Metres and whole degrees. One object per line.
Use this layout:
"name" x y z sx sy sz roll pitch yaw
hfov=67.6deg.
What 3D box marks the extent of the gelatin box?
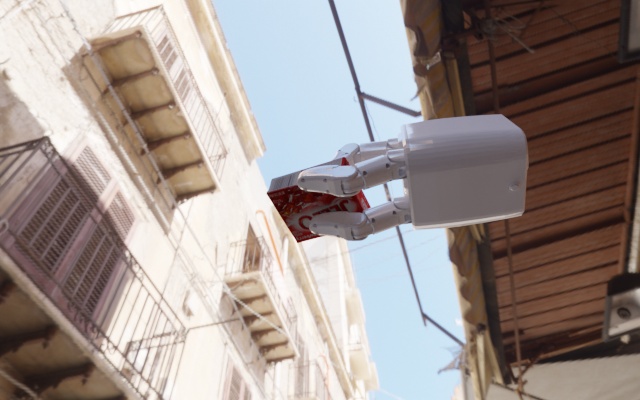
"gelatin box" 0.000 0.001 0.496 0.089 0.073 0.030 -15 34 21
